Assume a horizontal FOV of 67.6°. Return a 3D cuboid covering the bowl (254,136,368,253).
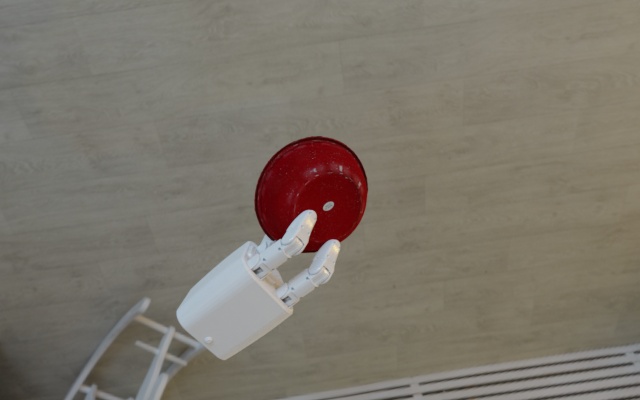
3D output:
[{"bbox_3d":[0.001,0.001,0.612,0.162,0.162,0.055,0,17,-23],"label":"bowl"}]
